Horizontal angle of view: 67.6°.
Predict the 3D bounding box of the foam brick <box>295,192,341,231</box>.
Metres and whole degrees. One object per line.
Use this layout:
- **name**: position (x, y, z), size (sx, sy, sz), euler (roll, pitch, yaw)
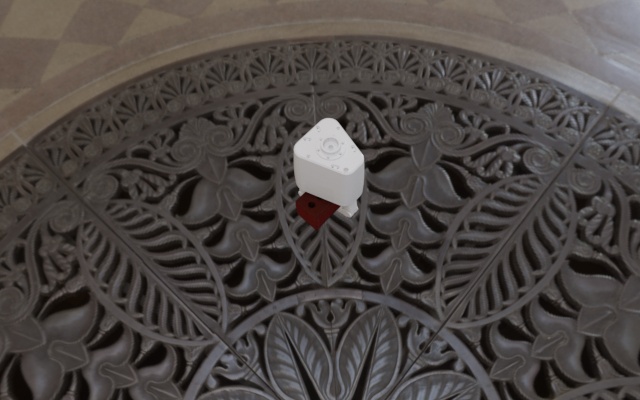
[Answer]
- **foam brick**: position (0.000, 0.003, 0.853), size (0.053, 0.078, 0.051), euler (38, -20, 18)
